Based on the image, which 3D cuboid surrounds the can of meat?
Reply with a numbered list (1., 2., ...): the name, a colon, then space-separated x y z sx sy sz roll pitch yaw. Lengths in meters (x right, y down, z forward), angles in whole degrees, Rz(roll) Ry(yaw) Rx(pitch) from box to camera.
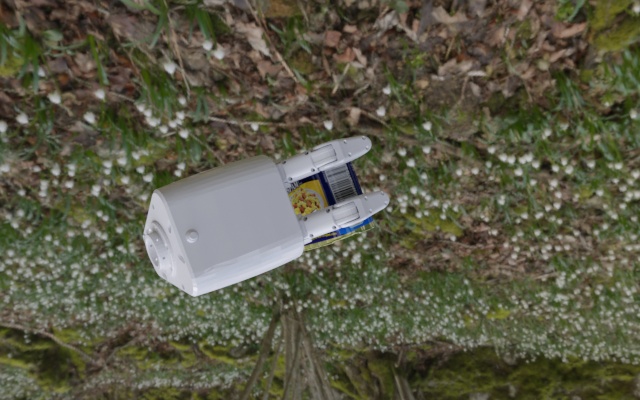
1. can of meat: 0.000 0.002 0.492 0.057 0.084 0.102 -20 -1 -37
